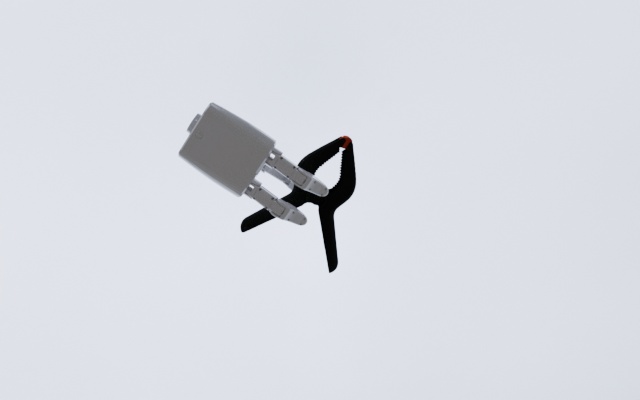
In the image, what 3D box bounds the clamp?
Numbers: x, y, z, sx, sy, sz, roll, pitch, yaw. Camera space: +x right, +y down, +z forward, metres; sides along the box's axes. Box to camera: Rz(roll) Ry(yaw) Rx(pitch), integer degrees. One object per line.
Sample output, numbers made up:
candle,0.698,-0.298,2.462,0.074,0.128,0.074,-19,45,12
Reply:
clamp,0.000,0.002,0.726,0.164,0.210,0.036,33,10,-13
